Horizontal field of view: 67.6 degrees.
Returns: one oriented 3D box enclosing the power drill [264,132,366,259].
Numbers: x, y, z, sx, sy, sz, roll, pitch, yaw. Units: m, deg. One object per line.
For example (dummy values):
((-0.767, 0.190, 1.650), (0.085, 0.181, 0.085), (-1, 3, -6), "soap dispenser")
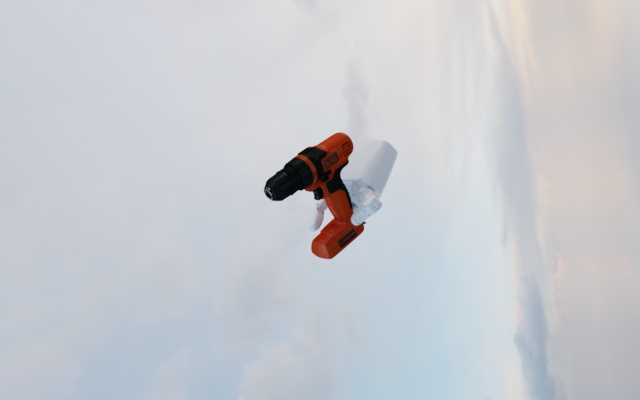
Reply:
((0.000, 0.003, 0.792), (0.184, 0.188, 0.057), (-36, 36, -31), "power drill")
